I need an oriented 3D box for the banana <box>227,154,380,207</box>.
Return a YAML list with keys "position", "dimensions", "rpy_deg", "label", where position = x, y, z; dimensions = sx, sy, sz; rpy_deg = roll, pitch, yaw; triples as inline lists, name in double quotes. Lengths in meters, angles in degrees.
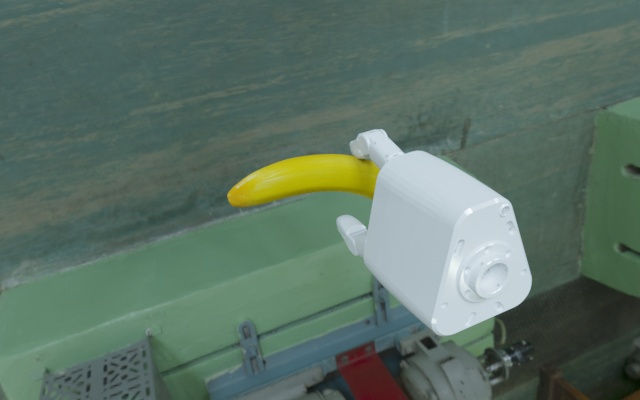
- position: [0.008, -0.015, 0.484]
  dimensions: [0.198, 0.070, 0.037]
  rpy_deg: [7, 21, -26]
  label: "banana"
